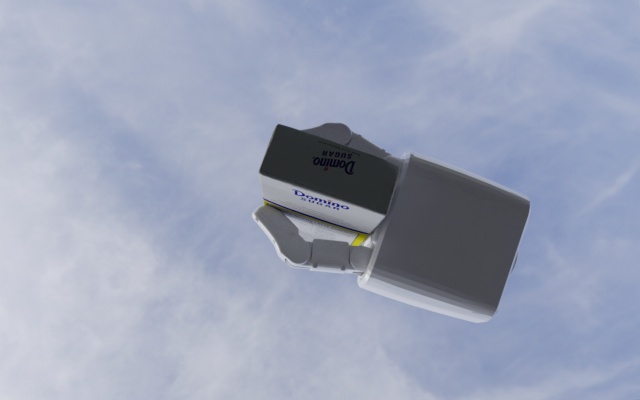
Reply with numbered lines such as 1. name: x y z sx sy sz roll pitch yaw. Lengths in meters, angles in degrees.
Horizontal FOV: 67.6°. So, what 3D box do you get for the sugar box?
1. sugar box: 0.000 0.001 0.403 0.093 0.048 0.176 19 -18 0
